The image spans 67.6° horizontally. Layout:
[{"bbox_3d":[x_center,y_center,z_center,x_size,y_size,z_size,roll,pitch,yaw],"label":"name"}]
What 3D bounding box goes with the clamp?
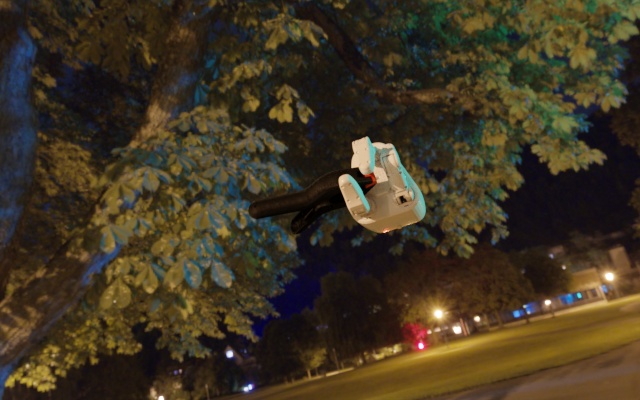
[{"bbox_3d":[0.000,0.002,0.656,0.171,0.039,0.120,-19,-19,14],"label":"clamp"}]
